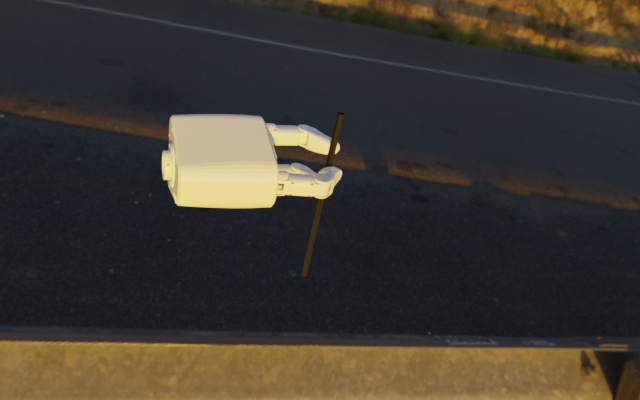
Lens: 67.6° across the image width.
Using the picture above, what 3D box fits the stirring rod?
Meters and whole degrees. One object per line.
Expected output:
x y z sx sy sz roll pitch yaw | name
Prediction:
0.000 0.002 0.608 0.011 0.240 0.011 10 30 -6 | stirring rod
